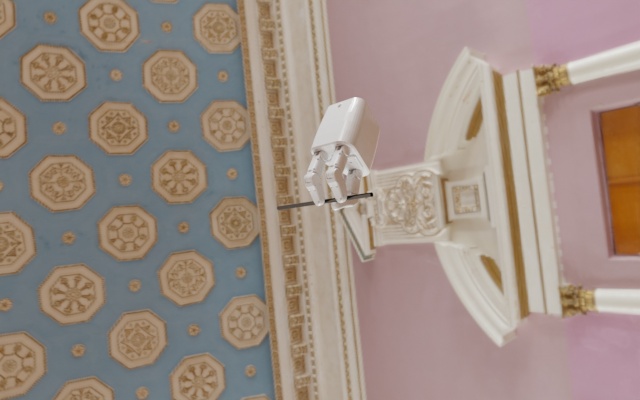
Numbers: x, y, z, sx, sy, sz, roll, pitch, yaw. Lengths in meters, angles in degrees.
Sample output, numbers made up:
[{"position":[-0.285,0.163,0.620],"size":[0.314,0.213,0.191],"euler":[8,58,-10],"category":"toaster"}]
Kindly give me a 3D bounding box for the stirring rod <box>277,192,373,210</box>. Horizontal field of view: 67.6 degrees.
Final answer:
[{"position":[0.000,0.003,0.873],"size":[0.011,0.011,0.239],"euler":[0,-6,-45],"category":"stirring rod"}]
